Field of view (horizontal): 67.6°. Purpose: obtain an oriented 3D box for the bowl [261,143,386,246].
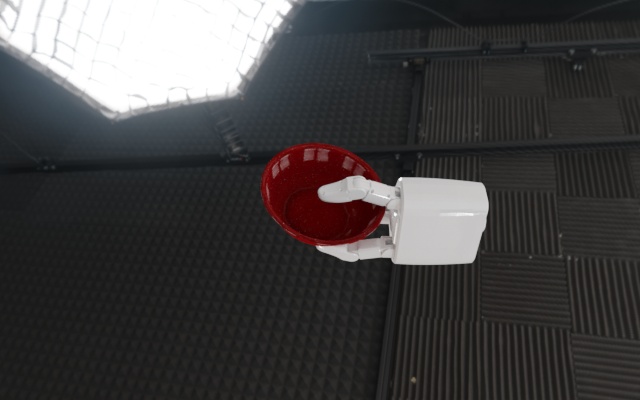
[{"bbox_3d":[-0.001,0.002,0.621,0.162,0.162,0.055,0,-36,-15],"label":"bowl"}]
